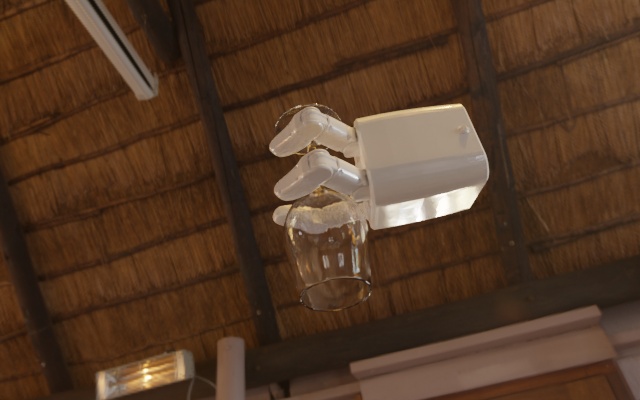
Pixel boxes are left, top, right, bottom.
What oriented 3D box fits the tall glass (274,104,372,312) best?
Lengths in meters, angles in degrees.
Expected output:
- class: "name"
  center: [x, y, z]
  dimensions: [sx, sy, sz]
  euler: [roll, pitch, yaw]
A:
- class: "tall glass"
  center: [0.000, 0.001, 0.461]
  dimensions: [0.079, 0.200, 0.079]
  euler: [-6, -37, -4]
